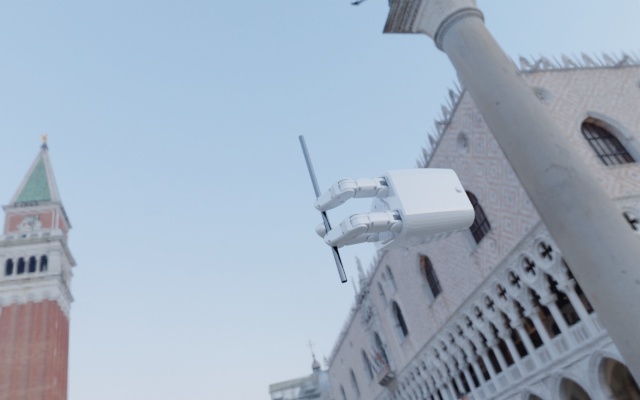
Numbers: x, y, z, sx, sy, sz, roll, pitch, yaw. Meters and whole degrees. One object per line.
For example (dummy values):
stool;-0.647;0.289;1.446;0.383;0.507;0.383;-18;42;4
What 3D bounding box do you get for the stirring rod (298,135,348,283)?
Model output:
stirring rod;0.000;0.002;0.648;0.011;0.239;0.011;-12;-33;-8
